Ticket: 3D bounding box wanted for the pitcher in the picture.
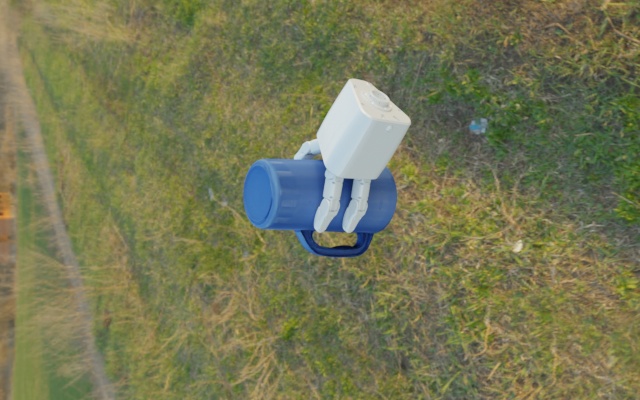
[{"bbox_3d":[0.000,0.002,0.796,0.243,0.149,0.145,1,-44,-37],"label":"pitcher"}]
